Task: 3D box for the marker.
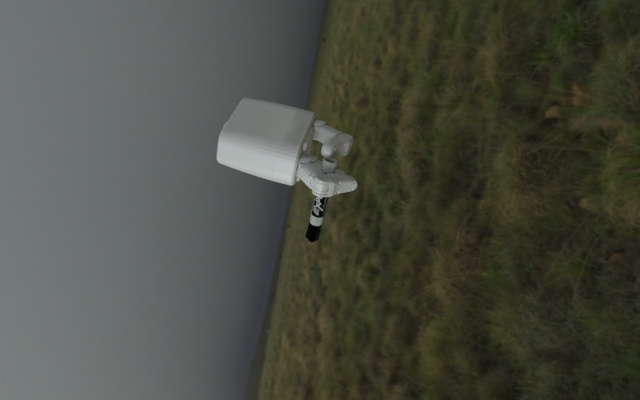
[{"bbox_3d":[0.000,0.002,0.618,0.020,0.121,0.020,11,28,-6],"label":"marker"}]
